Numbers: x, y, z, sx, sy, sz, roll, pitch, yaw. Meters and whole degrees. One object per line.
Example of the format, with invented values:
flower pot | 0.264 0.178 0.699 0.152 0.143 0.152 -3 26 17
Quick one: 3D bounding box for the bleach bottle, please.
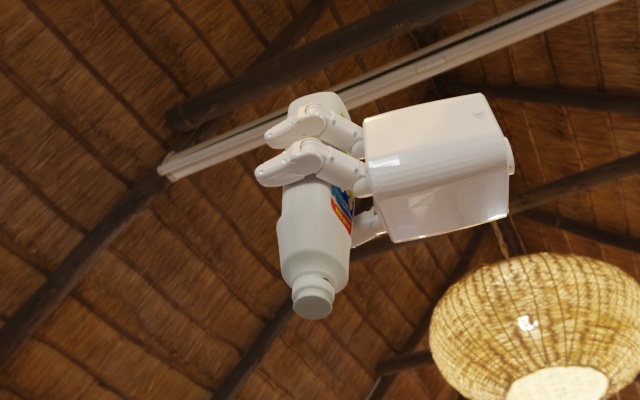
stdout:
bleach bottle | 0.000 0.001 0.440 0.068 0.103 0.250 -12 39 12
